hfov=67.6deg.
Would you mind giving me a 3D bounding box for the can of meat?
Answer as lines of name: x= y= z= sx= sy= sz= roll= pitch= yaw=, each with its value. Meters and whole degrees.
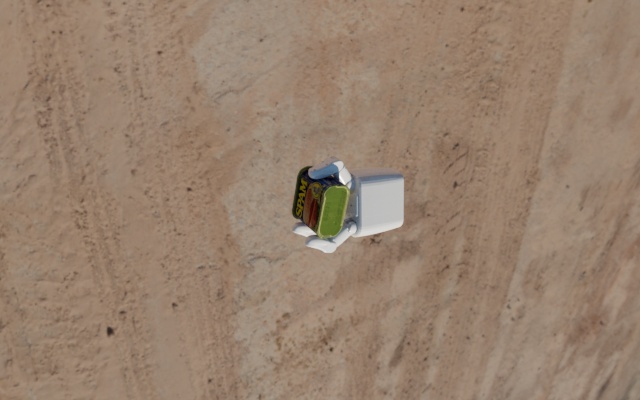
can of meat: x=0.000 y=0.003 z=0.814 sx=0.057 sy=0.102 sz=0.084 roll=-5 pitch=27 yaw=-33
